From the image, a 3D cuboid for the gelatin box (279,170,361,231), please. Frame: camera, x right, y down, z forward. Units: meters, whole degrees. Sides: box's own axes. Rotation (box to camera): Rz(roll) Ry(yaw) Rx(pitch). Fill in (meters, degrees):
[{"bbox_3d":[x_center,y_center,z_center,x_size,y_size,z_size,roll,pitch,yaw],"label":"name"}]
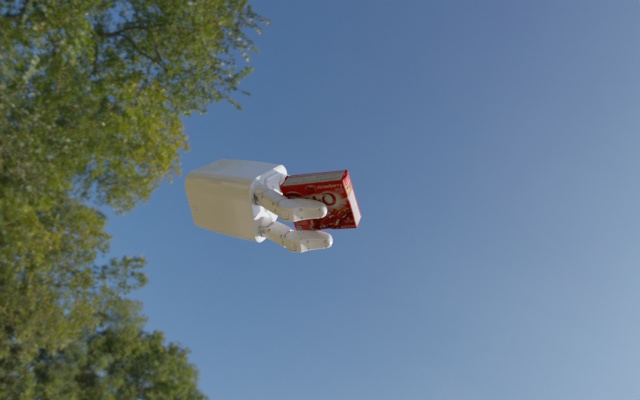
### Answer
[{"bbox_3d":[0.001,0.002,0.614,0.089,0.073,0.030,-5,32,23],"label":"gelatin box"}]
